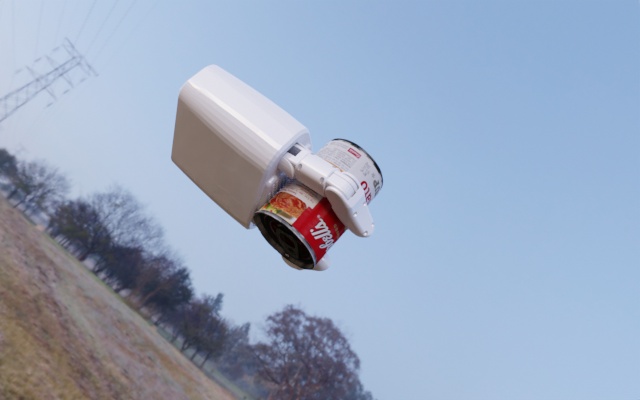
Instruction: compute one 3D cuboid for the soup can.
[{"bbox_3d":[0.001,0.001,0.423,0.102,0.068,0.068,-47,24,-25],"label":"soup can"}]
